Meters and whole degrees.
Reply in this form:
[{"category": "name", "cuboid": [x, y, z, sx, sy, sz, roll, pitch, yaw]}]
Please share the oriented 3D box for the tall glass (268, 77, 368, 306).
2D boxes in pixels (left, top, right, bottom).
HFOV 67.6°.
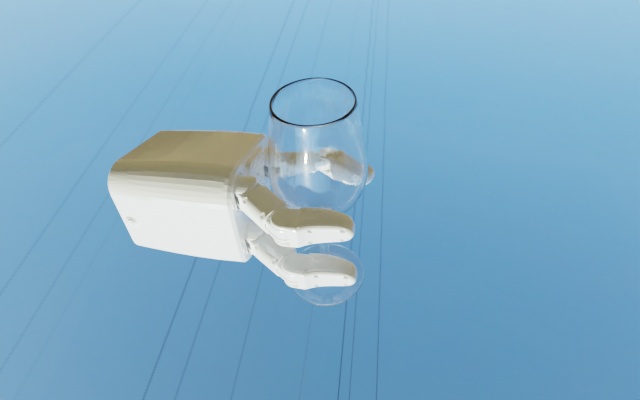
[{"category": "tall glass", "cuboid": [0.000, 0.002, 0.401, 0.079, 0.201, 0.079, -2, 45, 2]}]
